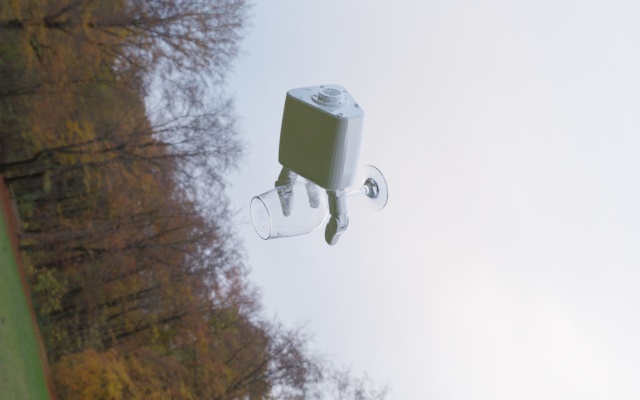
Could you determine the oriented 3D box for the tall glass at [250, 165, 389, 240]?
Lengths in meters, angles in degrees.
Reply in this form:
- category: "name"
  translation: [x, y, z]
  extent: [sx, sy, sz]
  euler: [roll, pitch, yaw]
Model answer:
- category: "tall glass"
  translation: [0.001, 0.002, 0.702]
  extent: [0.201, 0.079, 0.079]
  euler: [-15, 8, -31]
